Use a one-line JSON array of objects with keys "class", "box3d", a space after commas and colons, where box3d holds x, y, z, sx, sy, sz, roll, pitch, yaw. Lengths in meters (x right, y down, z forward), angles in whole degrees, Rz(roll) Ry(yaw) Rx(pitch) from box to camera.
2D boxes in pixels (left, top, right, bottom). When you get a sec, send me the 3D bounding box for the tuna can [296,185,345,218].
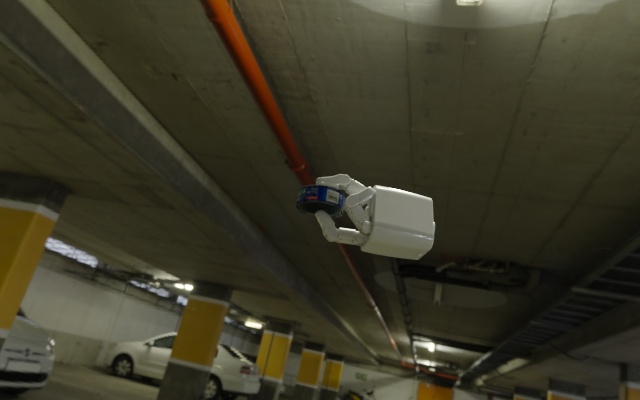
[{"class": "tuna can", "box3d": [0.000, 0.002, 0.857, 0.086, 0.033, 0.086, 6, -20, 2]}]
